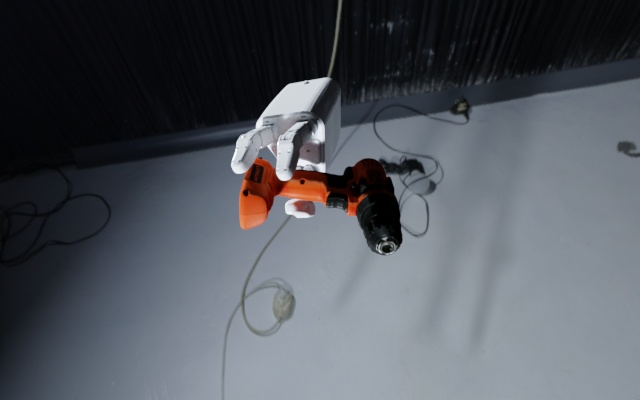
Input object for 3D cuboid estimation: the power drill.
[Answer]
[{"bbox_3d":[0.000,0.002,0.577,0.187,0.057,0.184,4,29,-4],"label":"power drill"}]
